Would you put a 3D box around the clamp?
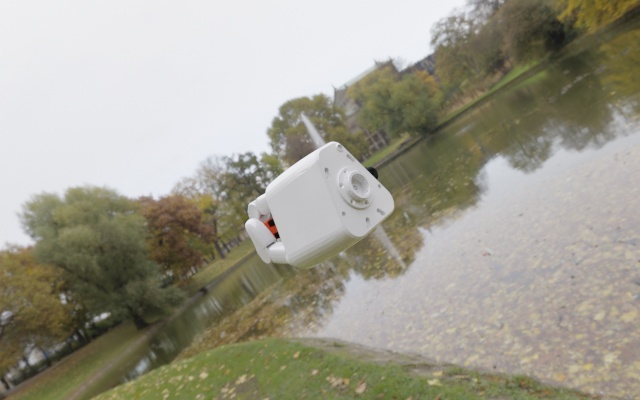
[{"bbox_3d":[0.000,0.002,0.652,0.171,0.039,0.120,-35,1,-43],"label":"clamp"}]
